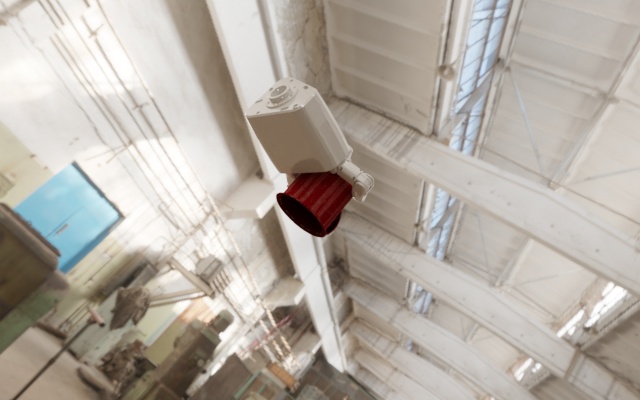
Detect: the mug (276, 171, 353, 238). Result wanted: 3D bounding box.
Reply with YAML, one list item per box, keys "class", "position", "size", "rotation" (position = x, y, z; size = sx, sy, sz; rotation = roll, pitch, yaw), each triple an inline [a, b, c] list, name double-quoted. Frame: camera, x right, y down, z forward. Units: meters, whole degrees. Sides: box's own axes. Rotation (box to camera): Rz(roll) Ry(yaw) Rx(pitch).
- class: "mug"
  position: [0.001, 0.003, 0.713]
  size: [0.093, 0.081, 0.117]
  rotation: [19, -31, 44]
